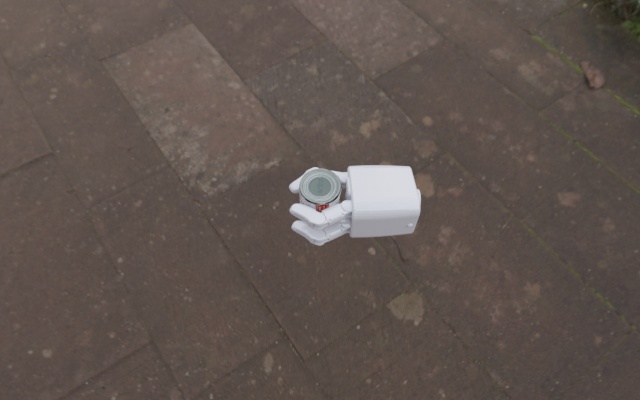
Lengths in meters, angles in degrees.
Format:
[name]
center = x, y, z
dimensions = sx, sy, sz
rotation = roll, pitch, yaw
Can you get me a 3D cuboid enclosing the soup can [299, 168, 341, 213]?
[soup can]
center = 0.000, 0.002, 0.783
dimensions = 0.068, 0.068, 0.102
rotation = 0, -30, 0
